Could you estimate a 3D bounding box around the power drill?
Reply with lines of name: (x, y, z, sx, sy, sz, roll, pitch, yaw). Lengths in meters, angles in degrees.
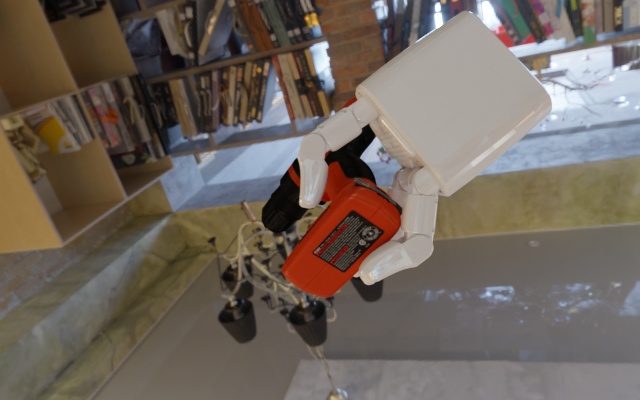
power drill: (0.000, 0.002, 0.459, 0.057, 0.184, 0.187, 31, 24, -22)
